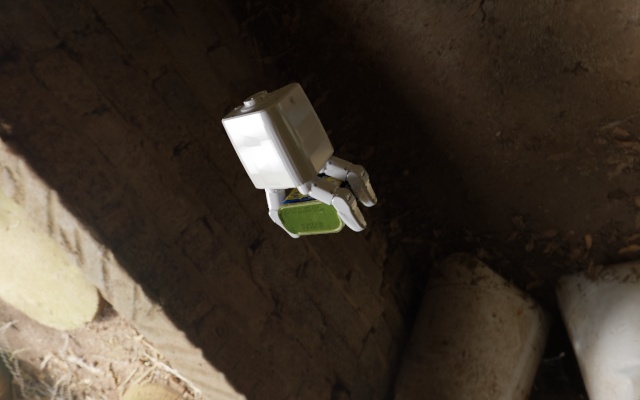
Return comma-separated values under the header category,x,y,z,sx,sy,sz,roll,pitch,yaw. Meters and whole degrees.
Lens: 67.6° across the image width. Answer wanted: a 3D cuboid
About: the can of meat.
category,x,y,z,sx,sy,sz,roll,pitch,yaw
can of meat,0.000,0.002,0.670,0.102,0.057,0.084,-8,29,30
